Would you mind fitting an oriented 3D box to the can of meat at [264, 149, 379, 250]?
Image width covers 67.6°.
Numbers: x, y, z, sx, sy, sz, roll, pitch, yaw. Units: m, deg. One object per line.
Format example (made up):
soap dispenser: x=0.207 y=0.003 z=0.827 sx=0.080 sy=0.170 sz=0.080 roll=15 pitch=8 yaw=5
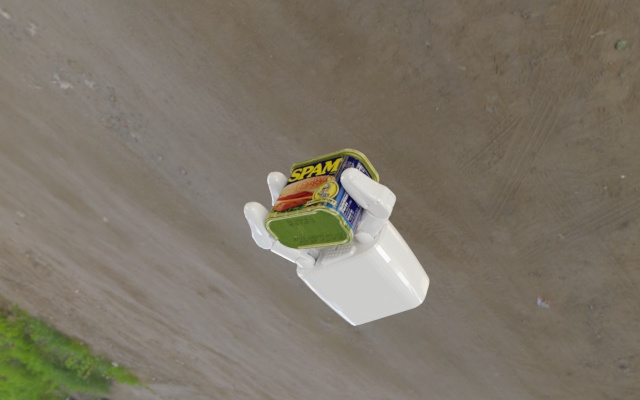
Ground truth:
can of meat: x=0.000 y=0.002 z=0.497 sx=0.102 sy=0.084 sz=0.057 roll=-11 pitch=-50 yaw=39
